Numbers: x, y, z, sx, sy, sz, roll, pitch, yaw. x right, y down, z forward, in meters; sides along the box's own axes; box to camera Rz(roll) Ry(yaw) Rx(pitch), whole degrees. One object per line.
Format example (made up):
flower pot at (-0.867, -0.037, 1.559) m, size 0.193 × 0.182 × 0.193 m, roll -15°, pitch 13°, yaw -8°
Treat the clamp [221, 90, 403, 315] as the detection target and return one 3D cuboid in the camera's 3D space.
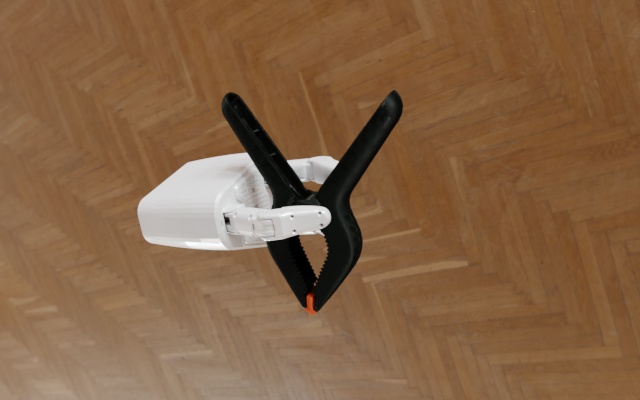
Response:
clamp at (0.000, 0.002, 0.420) m, size 0.164 × 0.210 × 0.036 m, roll -2°, pitch 15°, yaw 27°
